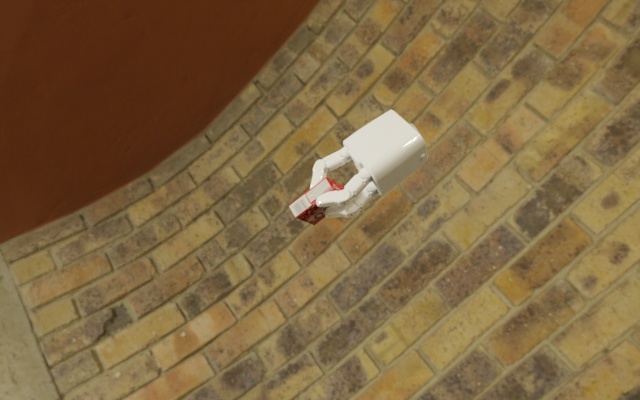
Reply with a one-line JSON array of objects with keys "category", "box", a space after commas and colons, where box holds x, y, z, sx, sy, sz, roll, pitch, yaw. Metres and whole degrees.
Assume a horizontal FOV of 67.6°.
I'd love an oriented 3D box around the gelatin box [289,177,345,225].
[{"category": "gelatin box", "box": [0.000, 0.003, 0.844, 0.089, 0.030, 0.073, -37, -26, 14]}]
